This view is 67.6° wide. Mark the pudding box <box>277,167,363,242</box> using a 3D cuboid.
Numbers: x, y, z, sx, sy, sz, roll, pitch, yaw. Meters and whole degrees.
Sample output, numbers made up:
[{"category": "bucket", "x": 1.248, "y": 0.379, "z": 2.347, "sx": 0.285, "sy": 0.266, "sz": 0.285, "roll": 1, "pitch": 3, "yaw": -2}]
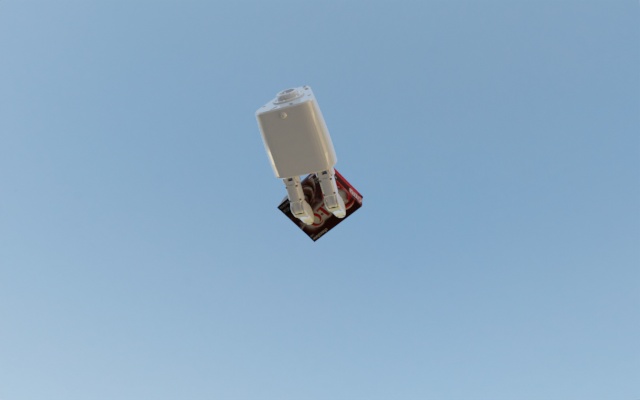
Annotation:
[{"category": "pudding box", "x": 0.000, "y": 0.002, "z": 0.784, "sx": 0.113, "sy": 0.090, "sz": 0.039, "roll": -38, "pitch": 16, "yaw": 28}]
